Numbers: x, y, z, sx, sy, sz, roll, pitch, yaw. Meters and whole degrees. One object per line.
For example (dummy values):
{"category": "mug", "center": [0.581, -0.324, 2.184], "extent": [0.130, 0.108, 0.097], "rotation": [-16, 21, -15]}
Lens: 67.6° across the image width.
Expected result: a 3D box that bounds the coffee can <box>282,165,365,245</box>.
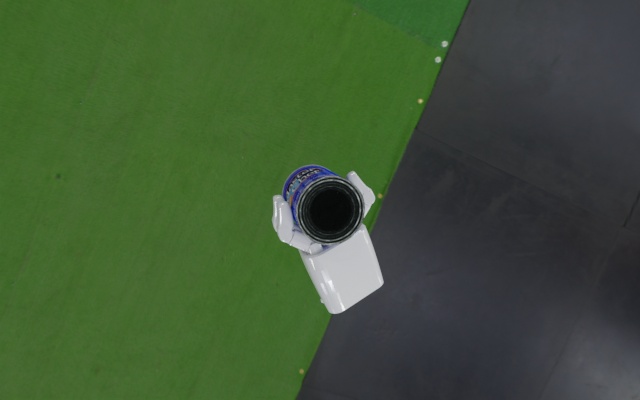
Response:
{"category": "coffee can", "center": [0.000, 0.002, 0.748], "extent": [0.103, 0.103, 0.140], "rotation": [0, 11, -13]}
